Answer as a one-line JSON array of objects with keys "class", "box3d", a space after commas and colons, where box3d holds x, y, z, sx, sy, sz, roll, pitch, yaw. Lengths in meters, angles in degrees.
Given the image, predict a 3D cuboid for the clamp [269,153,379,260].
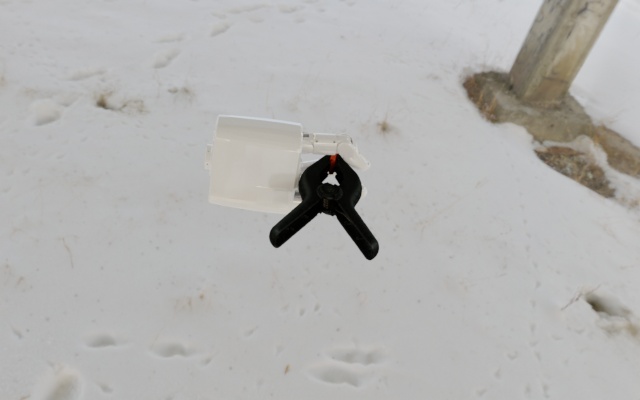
[{"class": "clamp", "box3d": [0.000, 0.001, 0.571, 0.120, 0.039, 0.171, 6, 40, -10]}]
